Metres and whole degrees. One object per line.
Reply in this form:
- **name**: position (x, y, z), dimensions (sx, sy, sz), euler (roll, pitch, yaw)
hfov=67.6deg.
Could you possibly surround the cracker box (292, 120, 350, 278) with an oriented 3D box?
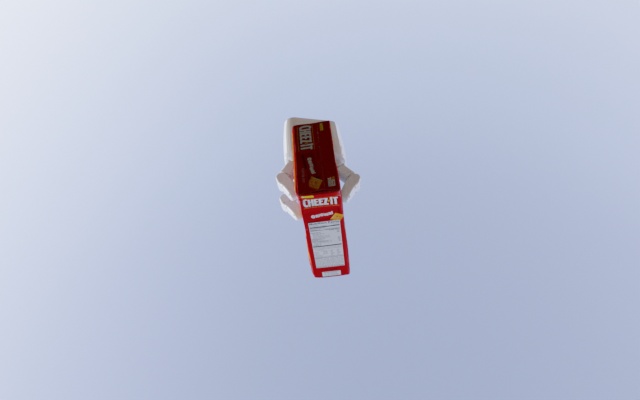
- **cracker box**: position (0.000, 0.003, 0.800), dimensions (0.072, 0.164, 0.214), euler (-8, -43, 1)
